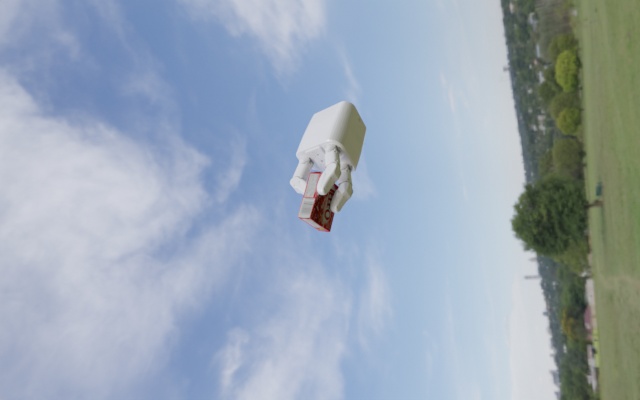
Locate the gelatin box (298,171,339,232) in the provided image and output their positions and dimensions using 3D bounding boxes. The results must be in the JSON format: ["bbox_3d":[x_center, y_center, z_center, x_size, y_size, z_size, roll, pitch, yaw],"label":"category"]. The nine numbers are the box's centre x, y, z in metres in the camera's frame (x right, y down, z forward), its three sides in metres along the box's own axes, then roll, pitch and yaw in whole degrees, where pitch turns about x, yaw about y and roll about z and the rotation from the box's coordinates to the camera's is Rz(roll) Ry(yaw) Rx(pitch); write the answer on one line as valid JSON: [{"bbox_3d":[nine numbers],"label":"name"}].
[{"bbox_3d":[0.000,0.003,0.853,0.030,0.089,0.073,4,-20,33],"label":"gelatin box"}]
